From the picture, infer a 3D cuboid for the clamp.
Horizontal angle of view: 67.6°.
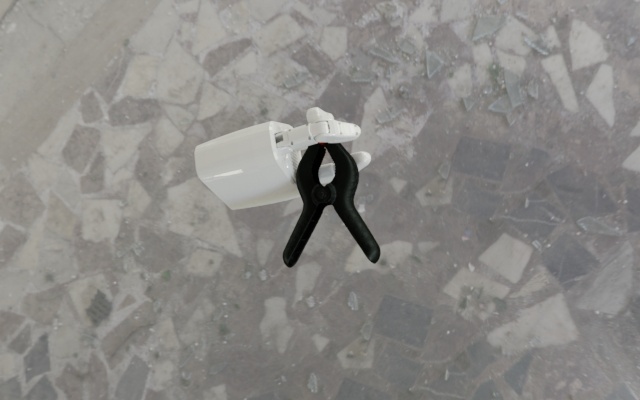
[{"bbox_3d":[0.000,0.002,0.577,0.120,0.171,0.039,-13,-15,13],"label":"clamp"}]
